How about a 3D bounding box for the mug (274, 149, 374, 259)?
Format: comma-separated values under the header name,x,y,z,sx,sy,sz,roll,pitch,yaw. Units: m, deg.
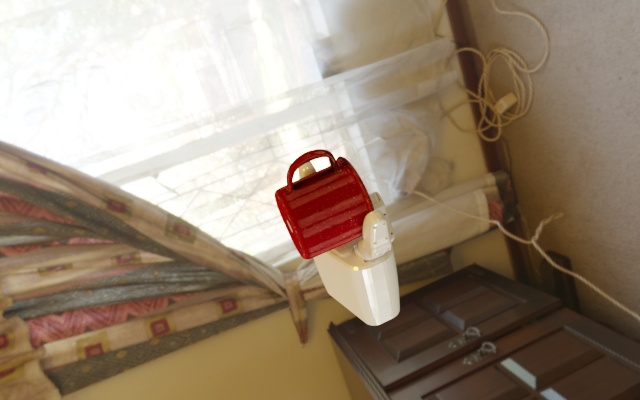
name,x,y,z,sx,sy,sz,roll,pitch,yaw
mug,0.000,0.001,0.498,0.081,0.117,0.093,-24,36,-10
